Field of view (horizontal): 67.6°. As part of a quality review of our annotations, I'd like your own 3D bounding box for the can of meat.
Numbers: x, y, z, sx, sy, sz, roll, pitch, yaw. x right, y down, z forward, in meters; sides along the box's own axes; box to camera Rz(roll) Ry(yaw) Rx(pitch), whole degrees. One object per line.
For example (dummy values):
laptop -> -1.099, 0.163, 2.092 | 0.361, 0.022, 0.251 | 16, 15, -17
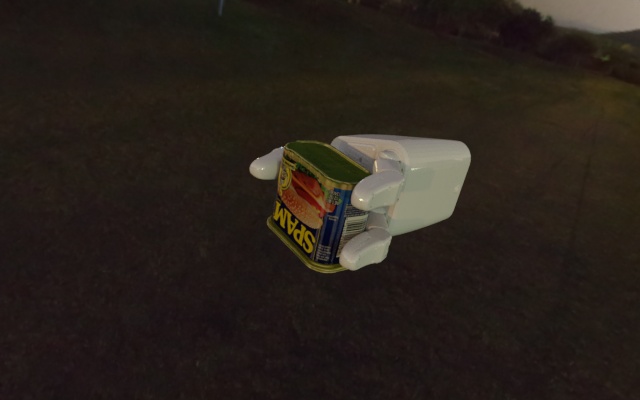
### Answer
can of meat -> 0.000, 0.001, 0.432 | 0.057, 0.084, 0.102 | -6, 30, -35
